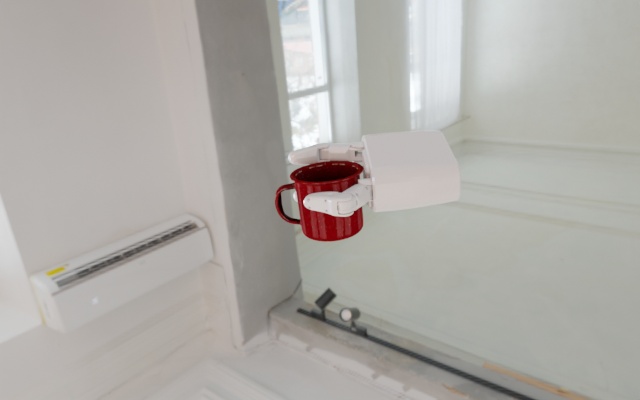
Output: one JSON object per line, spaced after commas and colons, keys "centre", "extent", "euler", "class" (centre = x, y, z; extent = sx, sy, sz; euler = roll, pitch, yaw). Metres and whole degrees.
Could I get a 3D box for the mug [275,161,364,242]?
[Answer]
{"centre": [-0.001, 0.002, 0.612], "extent": [0.117, 0.081, 0.093], "euler": [-6, 20, 2], "class": "mug"}
